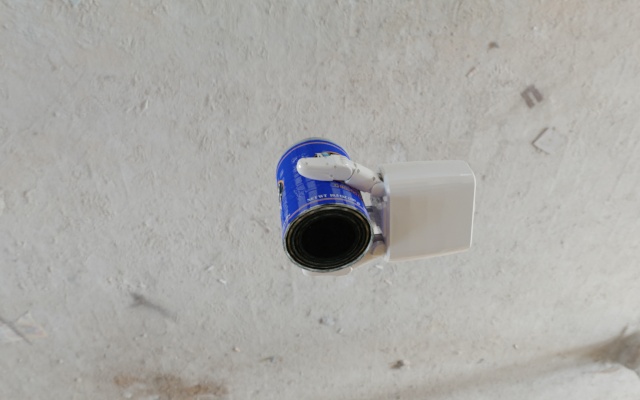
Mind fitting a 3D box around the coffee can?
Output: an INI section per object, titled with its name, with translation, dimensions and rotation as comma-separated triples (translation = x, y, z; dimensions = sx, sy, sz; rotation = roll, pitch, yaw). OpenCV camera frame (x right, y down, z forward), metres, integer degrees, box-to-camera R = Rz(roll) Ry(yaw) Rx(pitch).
[coffee can]
translation = 0.000, 0.002, 0.581
dimensions = 0.103, 0.103, 0.140
rotation = 0, 38, -10
